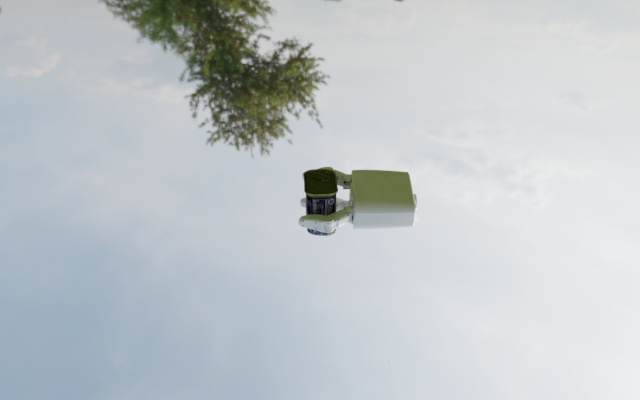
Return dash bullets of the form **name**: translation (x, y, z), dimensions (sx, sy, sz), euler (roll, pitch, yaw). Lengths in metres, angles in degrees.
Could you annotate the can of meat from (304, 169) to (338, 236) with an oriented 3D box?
- **can of meat**: translation (0.000, 0.003, 0.847), dimensions (0.057, 0.084, 0.102), euler (-2, 28, -2)
